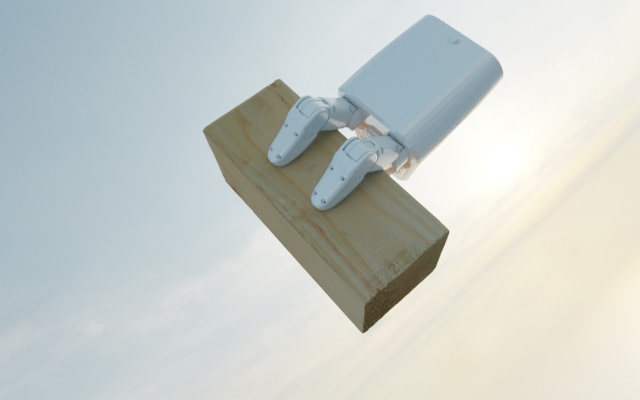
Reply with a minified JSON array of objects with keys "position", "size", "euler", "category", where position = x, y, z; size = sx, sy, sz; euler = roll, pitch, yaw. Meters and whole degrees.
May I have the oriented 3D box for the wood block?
[{"position":[0.000,0.001,0.419],"size":[0.090,0.206,0.091],"euler":[-38,-25,-15],"category":"wood block"}]
